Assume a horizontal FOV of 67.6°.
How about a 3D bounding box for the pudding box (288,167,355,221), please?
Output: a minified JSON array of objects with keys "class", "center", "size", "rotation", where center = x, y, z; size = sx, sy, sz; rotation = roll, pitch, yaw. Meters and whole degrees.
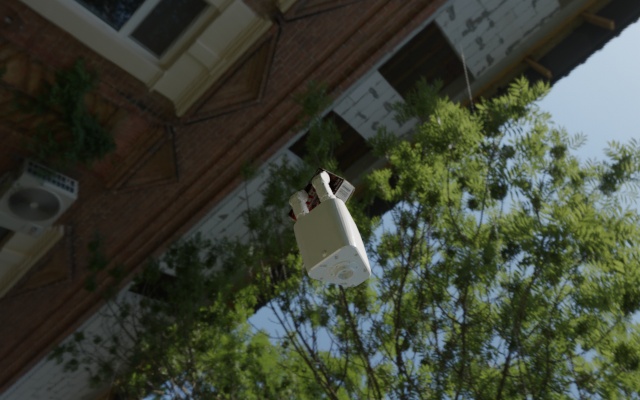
[{"class":"pudding box","center":[0.000,0.003,0.882],"size":[0.039,0.113,0.090],"rotation":[37,-4,-37]}]
